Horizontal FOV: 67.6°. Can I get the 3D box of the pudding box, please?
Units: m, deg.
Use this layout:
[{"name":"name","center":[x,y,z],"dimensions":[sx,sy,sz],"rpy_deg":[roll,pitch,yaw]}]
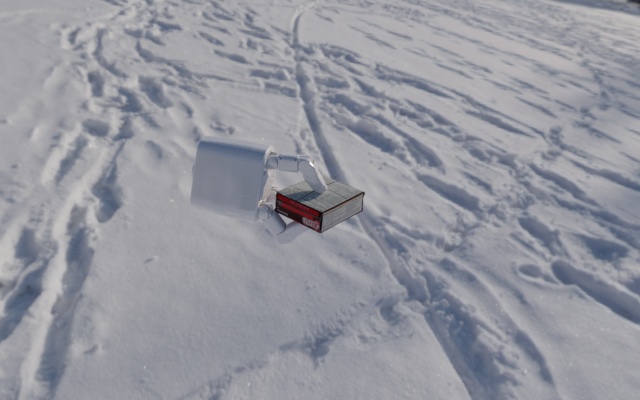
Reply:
[{"name":"pudding box","center":[0.000,0.002,0.725],"dimensions":[0.090,0.039,0.113],"rpy_deg":[25,33,31]}]
